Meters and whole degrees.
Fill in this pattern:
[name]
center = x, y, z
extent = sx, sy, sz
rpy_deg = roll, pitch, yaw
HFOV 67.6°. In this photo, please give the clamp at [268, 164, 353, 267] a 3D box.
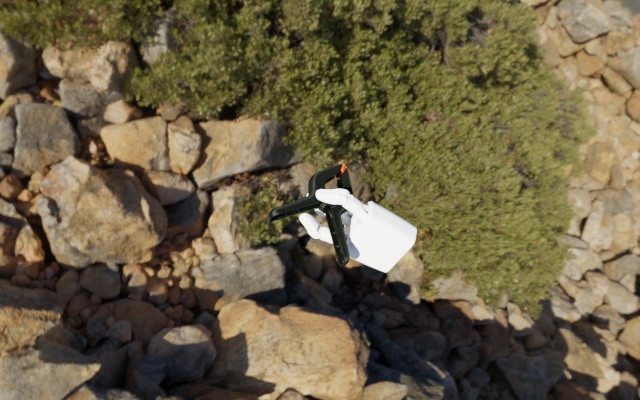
[clamp]
center = 0.001, 0.002, 0.887
extent = 0.164, 0.209, 0.036
rpy_deg = 29, -40, -14
